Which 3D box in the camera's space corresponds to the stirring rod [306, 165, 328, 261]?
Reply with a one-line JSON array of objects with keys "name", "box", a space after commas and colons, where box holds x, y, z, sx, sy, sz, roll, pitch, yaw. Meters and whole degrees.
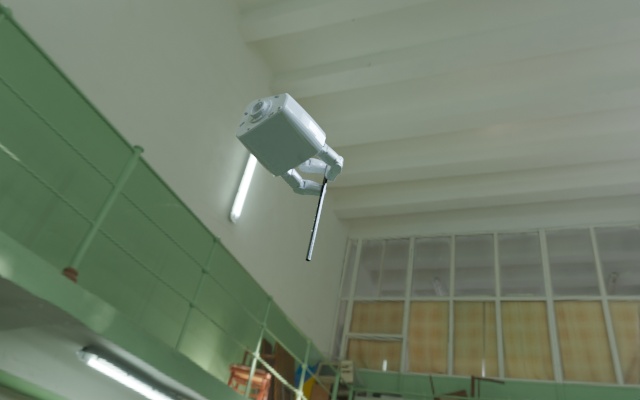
[{"name": "stirring rod", "box": [0.000, 0.003, 0.853, 0.011, 0.239, 0.011, 8, -36, 6]}]
